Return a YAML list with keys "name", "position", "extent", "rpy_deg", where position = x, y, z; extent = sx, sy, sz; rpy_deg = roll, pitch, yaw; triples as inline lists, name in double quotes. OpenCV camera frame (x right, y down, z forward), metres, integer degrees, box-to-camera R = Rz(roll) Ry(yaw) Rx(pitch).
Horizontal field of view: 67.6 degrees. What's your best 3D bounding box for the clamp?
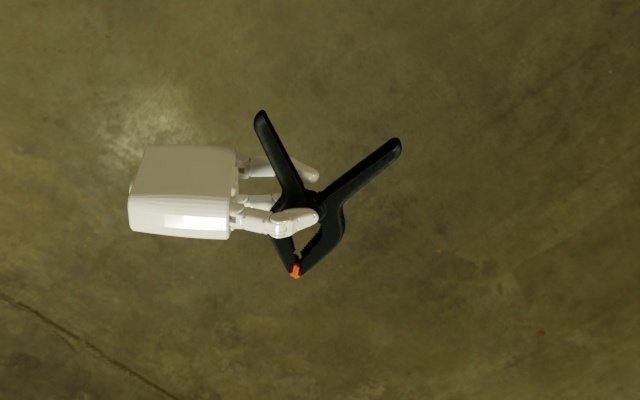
- name: "clamp"
  position: [0.000, 0.003, 0.561]
  extent: [0.164, 0.210, 0.036]
  rpy_deg: [5, 29, -4]
